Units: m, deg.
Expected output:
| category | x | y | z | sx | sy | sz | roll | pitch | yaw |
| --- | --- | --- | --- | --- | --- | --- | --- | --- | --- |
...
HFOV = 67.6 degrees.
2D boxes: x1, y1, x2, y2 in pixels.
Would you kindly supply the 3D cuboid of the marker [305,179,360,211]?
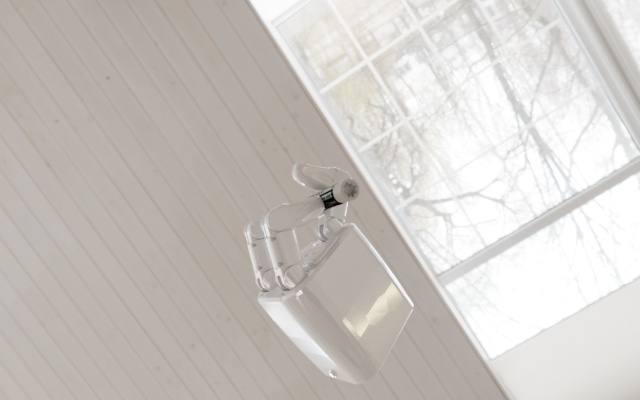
| category | x | y | z | sx | sy | sz | roll | pitch | yaw |
| --- | --- | --- | --- | --- | --- | --- | --- | --- | --- |
| marker | 0.000 | 0.001 | 0.455 | 0.020 | 0.020 | 0.121 | 0 | -10 | -25 |
